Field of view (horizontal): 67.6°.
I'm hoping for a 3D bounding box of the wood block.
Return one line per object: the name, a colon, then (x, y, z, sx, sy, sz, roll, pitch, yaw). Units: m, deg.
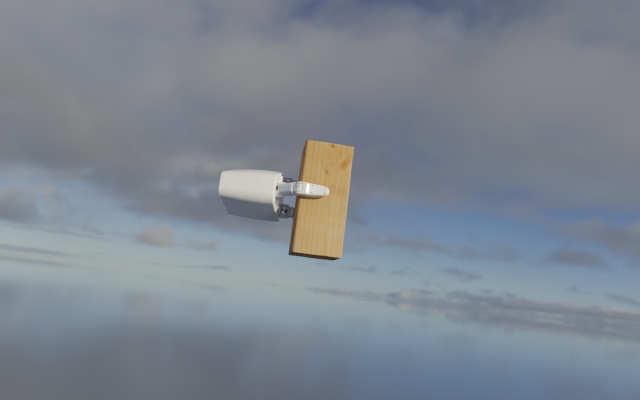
wood block: (0.000, 0.003, 0.891, 0.090, 0.206, 0.091, 8, -11, -6)
